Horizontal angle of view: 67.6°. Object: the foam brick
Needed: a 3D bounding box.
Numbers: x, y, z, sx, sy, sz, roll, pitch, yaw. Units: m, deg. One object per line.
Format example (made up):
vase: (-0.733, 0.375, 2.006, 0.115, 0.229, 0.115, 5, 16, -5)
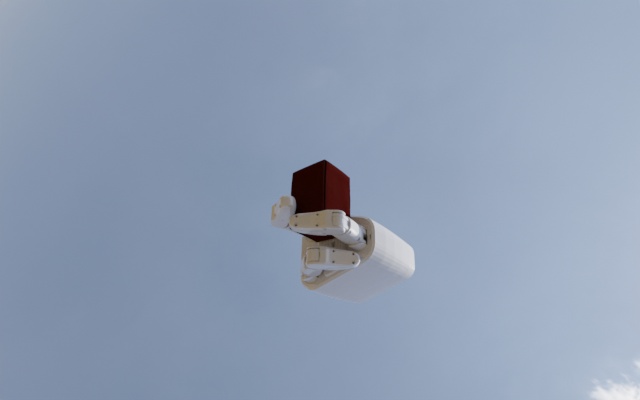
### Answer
foam brick: (0.000, 0.002, 0.569, 0.053, 0.078, 0.051, -18, -31, 35)
